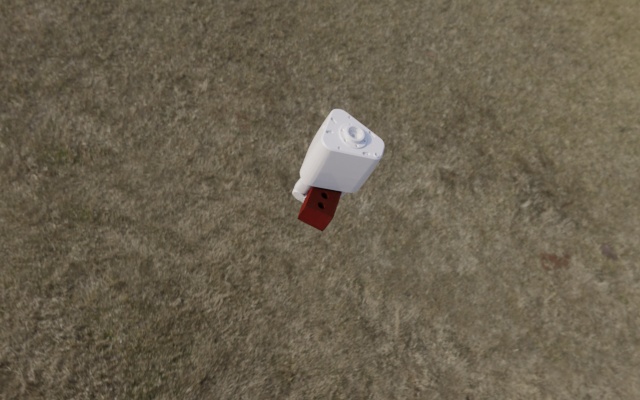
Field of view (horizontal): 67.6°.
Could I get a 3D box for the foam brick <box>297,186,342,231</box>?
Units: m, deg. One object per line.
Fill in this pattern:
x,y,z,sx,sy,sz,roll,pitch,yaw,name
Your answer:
0.000,0.003,0.843,0.053,0.078,0.051,25,-35,-8,foam brick
